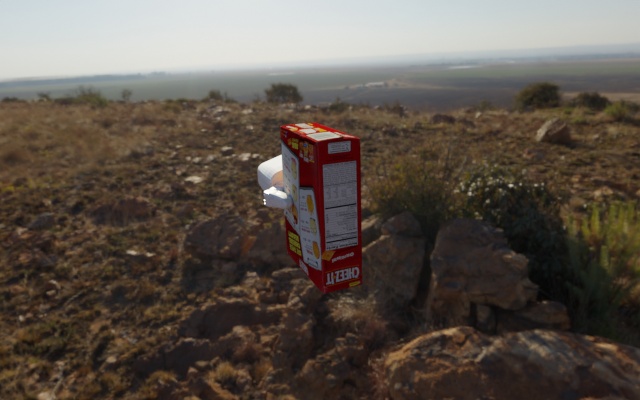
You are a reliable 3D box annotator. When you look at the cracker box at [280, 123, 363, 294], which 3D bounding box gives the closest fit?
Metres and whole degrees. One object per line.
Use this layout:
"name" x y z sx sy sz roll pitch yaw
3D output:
"cracker box" 0.000 0.002 0.702 0.072 0.214 0.164 -9 18 -20
